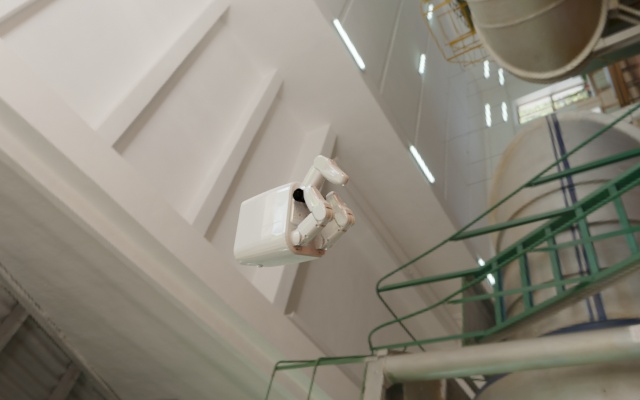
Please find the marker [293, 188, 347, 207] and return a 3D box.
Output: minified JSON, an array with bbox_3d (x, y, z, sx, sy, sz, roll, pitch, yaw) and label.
[{"bbox_3d":[0.000,0.002,0.701,0.020,0.020,0.121,0,-11,36],"label":"marker"}]
